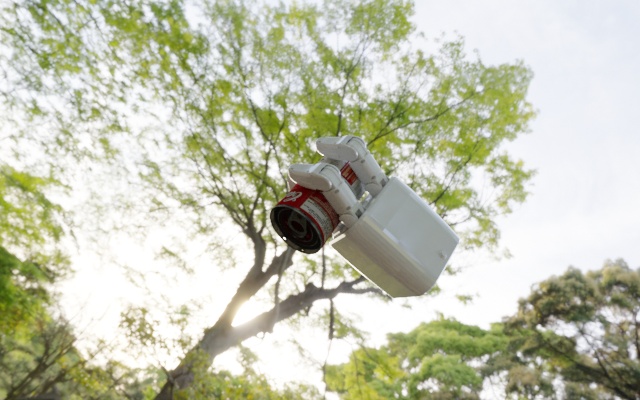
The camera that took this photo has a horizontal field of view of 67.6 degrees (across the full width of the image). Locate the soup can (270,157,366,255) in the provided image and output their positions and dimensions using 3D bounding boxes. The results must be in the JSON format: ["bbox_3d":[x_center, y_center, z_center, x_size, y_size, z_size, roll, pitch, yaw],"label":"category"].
[{"bbox_3d":[0.000,0.001,0.539,0.068,0.068,0.102,0,38,43],"label":"soup can"}]
